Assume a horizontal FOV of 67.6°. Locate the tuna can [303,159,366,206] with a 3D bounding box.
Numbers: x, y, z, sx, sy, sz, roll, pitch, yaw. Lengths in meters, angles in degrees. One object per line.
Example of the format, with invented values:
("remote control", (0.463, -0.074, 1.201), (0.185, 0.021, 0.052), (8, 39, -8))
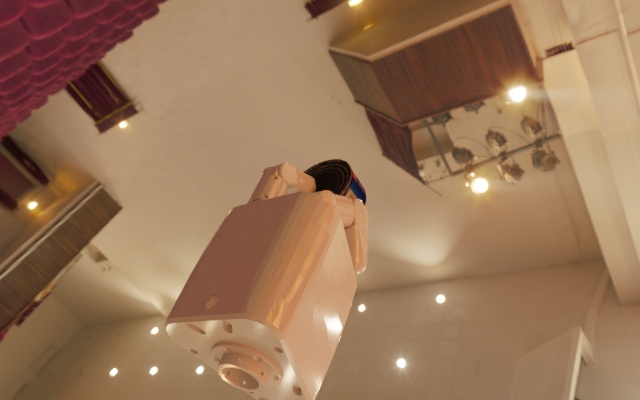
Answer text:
("tuna can", (0.000, 0.002, 0.456), (0.086, 0.086, 0.034), (0, -44, 47))
